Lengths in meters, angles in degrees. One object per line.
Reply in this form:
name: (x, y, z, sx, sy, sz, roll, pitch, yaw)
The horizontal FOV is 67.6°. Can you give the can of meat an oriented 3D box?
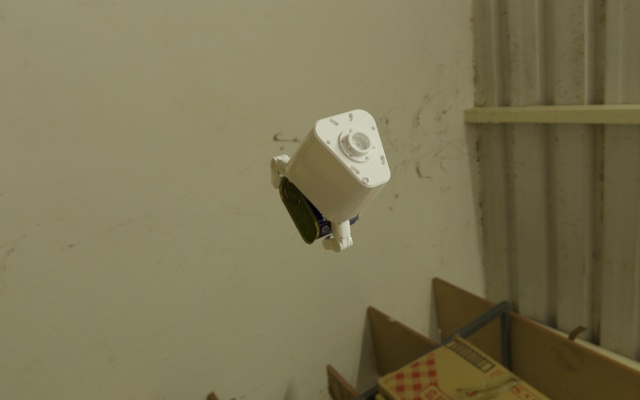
can of meat: (0.000, 0.002, 0.710, 0.084, 0.102, 0.057, -21, -18, -29)
